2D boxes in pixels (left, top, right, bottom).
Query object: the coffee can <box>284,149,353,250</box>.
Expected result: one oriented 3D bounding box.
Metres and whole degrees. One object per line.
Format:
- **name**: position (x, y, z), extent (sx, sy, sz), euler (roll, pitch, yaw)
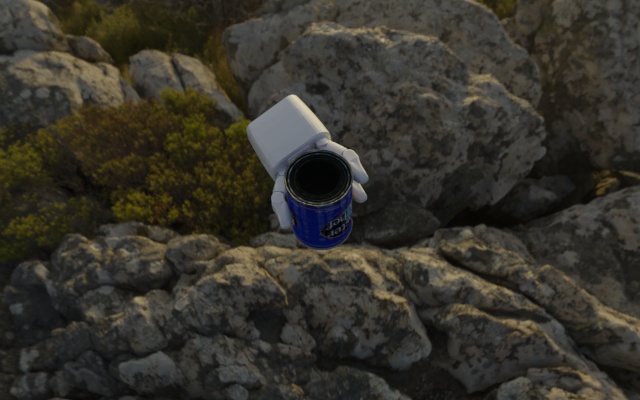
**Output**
- **coffee can**: position (0.000, 0.003, 0.755), extent (0.103, 0.102, 0.140), euler (0, -32, 3)
